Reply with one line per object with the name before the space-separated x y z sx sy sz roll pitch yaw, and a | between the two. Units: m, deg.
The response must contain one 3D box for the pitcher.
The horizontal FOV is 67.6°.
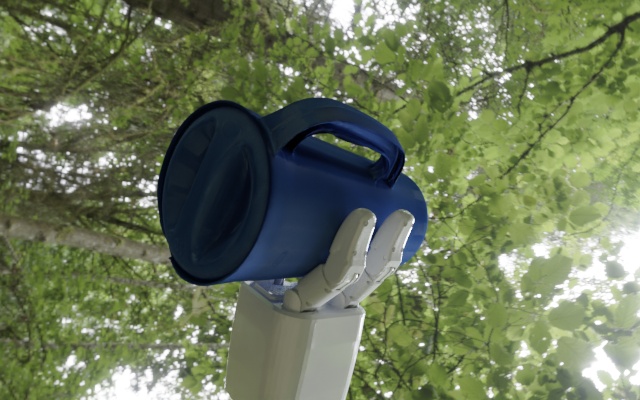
pitcher | 0.000 0.002 0.418 0.149 0.145 0.243 13 2 42
